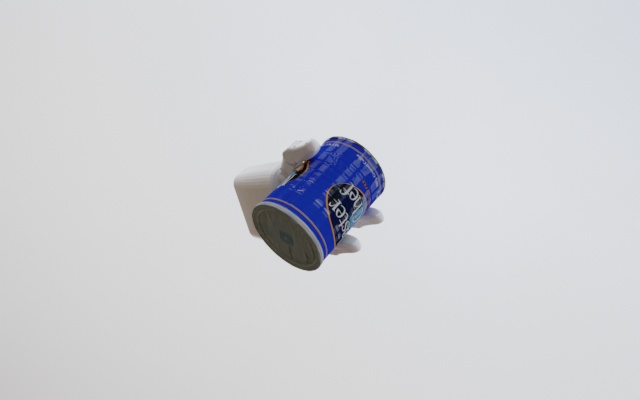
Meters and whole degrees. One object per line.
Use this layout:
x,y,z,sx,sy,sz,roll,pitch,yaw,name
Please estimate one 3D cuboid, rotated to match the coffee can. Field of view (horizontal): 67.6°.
0.000,0.002,0.588,0.103,0.103,0.140,0,38,49,coffee can
